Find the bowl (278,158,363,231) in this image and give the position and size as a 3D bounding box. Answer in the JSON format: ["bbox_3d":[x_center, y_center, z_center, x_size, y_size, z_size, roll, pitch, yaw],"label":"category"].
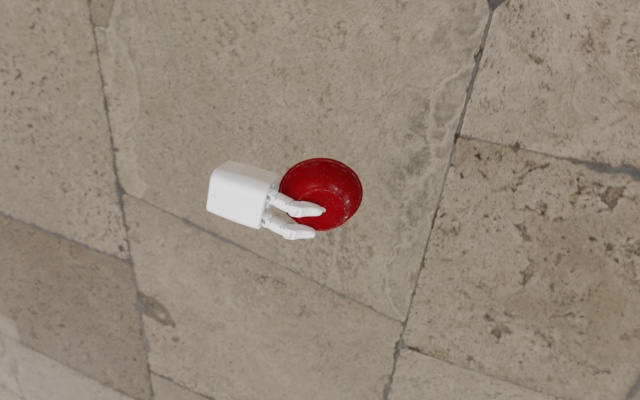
[{"bbox_3d":[0.001,0.003,0.888,0.162,0.162,0.055,0,35,0],"label":"bowl"}]
